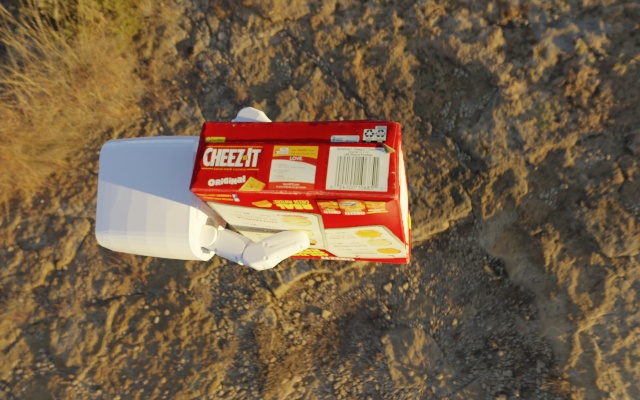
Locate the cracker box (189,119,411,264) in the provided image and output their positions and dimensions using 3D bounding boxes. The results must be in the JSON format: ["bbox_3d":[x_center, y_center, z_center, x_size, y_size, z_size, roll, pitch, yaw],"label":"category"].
[{"bbox_3d":[0.000,0.002,0.458,0.164,0.072,0.214,2,-19,13],"label":"cracker box"}]
